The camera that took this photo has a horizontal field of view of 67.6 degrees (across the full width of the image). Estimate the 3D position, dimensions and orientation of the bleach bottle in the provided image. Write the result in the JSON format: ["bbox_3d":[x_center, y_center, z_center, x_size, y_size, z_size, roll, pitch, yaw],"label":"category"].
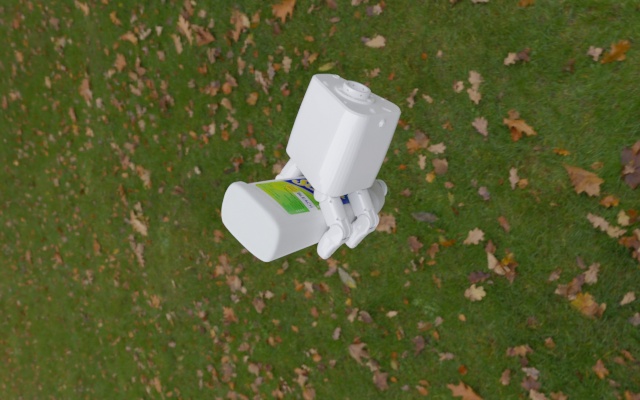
[{"bbox_3d":[0.000,0.002,0.636,0.102,0.068,0.251,40,36,28],"label":"bleach bottle"}]
